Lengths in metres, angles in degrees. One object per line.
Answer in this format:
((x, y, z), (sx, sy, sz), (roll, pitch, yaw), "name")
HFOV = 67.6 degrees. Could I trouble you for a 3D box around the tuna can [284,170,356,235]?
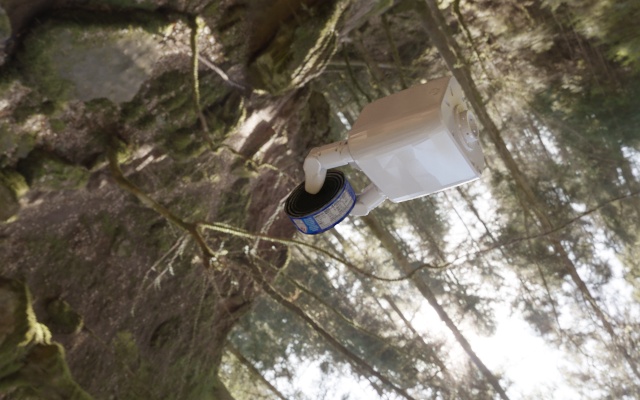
((0.000, 0.002, 0.587), (0.086, 0.034, 0.086), (-25, 29, 15), "tuna can")
